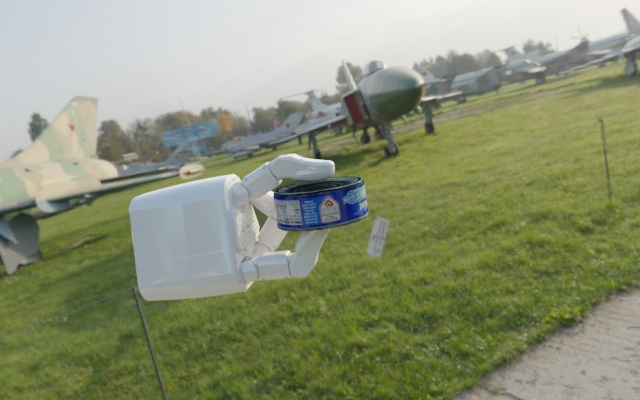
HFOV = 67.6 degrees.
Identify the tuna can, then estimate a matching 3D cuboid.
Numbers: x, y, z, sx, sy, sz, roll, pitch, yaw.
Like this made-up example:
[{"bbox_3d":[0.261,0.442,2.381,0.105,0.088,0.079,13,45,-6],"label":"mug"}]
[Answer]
[{"bbox_3d":[0.000,0.001,0.439,0.086,0.034,0.086,-8,9,1],"label":"tuna can"}]
